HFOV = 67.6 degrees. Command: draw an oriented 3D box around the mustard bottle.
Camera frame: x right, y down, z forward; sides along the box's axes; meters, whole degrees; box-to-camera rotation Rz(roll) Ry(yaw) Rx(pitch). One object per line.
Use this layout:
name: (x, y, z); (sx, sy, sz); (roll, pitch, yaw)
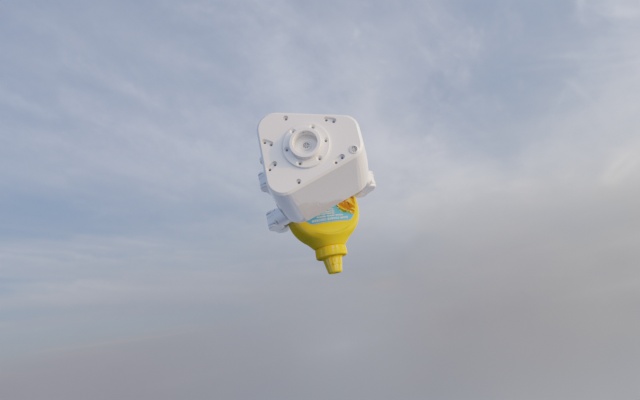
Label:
mustard bottle: (0.000, 0.002, 0.633); (0.096, 0.191, 0.058); (-6, -18, -21)
